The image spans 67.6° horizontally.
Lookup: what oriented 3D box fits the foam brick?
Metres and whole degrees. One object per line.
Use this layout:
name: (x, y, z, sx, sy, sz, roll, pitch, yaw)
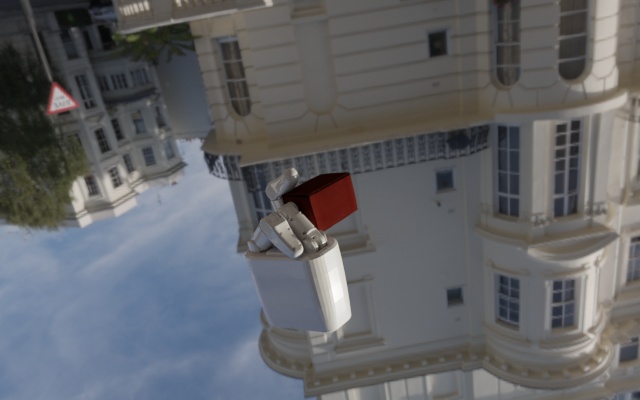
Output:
foam brick: (0.000, 0.002, 0.602, 0.053, 0.051, 0.078, 1, 24, 47)
